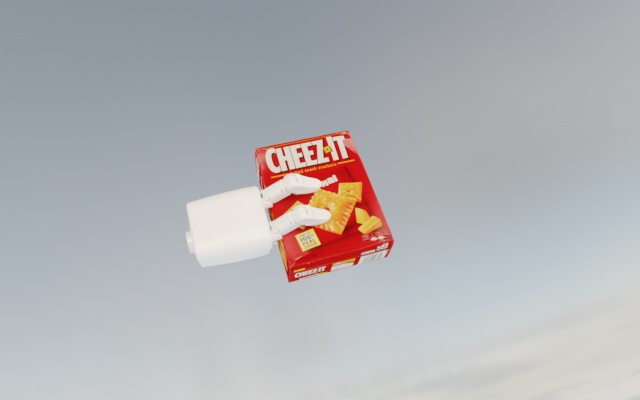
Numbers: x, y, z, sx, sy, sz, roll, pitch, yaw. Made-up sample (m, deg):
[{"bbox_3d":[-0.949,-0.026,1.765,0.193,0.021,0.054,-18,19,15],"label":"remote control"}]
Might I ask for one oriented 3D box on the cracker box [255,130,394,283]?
[{"bbox_3d":[0.000,0.003,0.749,0.164,0.213,0.072,-13,-28,-13],"label":"cracker box"}]
